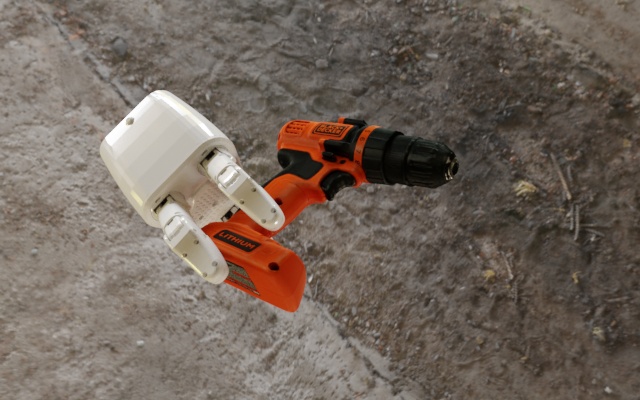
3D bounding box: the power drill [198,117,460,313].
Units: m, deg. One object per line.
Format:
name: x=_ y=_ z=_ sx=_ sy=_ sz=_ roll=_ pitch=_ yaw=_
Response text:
power drill: x=0.000 y=0.002 z=0.406 sx=0.184 sy=0.057 sz=0.187 roll=13 pitch=48 yaw=38
